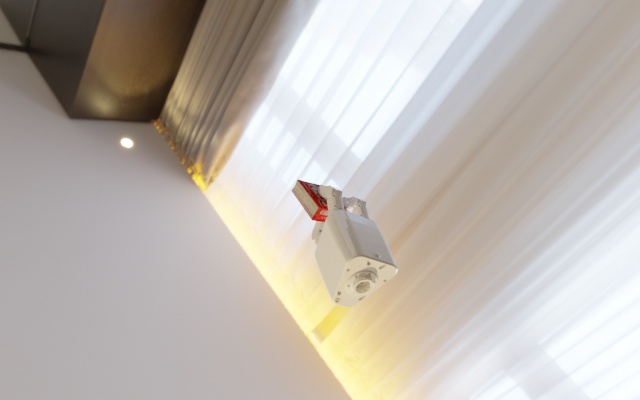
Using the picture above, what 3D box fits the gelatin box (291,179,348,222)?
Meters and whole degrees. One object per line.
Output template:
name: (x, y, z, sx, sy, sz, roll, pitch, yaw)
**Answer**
gelatin box: (0.000, 0.003, 0.846, 0.073, 0.030, 0.089, 11, 29, -40)
